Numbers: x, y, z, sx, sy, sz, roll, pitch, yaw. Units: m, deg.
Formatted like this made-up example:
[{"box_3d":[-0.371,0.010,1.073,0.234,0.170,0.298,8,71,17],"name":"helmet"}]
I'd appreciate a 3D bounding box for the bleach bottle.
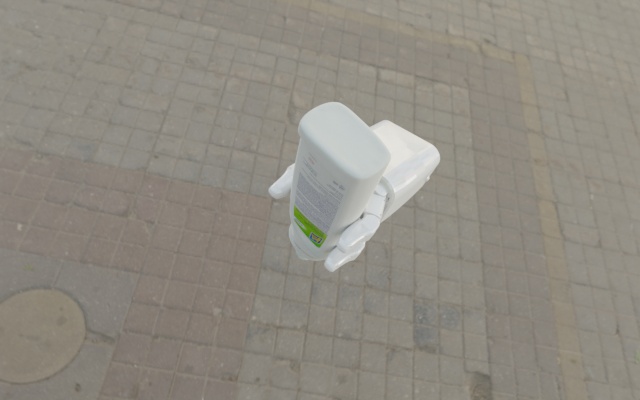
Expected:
[{"box_3d":[0.000,0.002,0.588,0.068,0.102,0.251,-35,-17,-30],"name":"bleach bottle"}]
